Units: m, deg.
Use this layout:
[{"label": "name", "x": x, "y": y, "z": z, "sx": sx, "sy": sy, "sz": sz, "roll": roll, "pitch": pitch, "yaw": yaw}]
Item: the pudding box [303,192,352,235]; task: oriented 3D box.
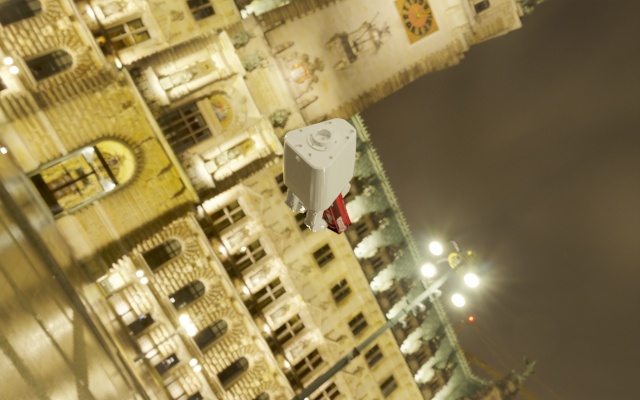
[{"label": "pudding box", "x": 0.000, "y": 0.003, "z": 0.870, "sx": 0.039, "sy": 0.090, "sz": 0.113, "roll": -33, "pitch": 34, "yaw": -23}]
